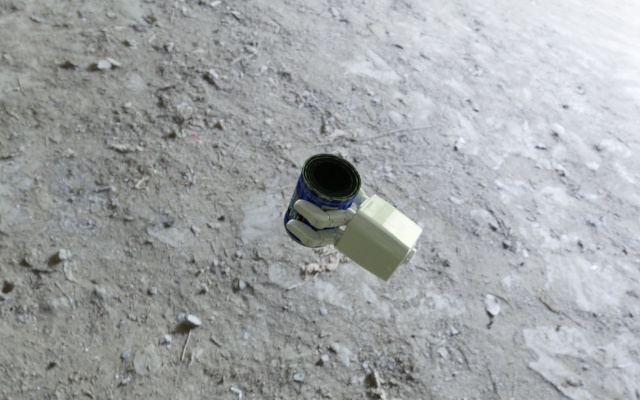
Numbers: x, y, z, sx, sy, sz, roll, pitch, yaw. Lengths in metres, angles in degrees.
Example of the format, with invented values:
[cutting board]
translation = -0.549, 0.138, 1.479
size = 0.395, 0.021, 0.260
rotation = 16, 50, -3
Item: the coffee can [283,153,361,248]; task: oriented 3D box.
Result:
[coffee can]
translation = 0.000, 0.003, 0.832
size = 0.103, 0.102, 0.140
rotation = 0, -38, -20
